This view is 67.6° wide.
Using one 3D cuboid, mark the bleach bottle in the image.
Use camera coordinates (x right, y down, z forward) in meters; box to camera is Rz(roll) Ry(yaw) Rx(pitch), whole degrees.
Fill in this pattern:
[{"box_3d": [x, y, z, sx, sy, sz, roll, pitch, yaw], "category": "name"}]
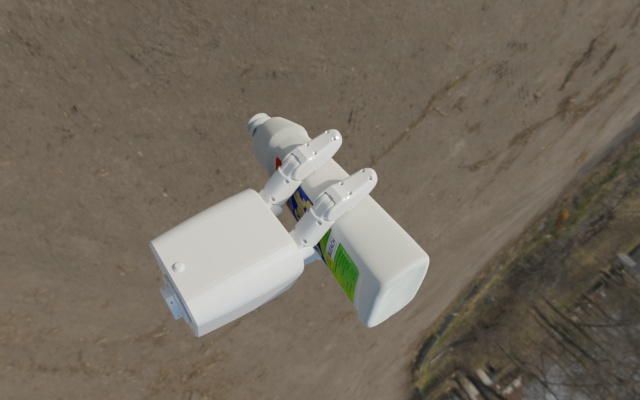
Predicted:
[{"box_3d": [0.000, 0.002, 0.491, 0.068, 0.250, 0.103, -28, -31, -22], "category": "bleach bottle"}]
